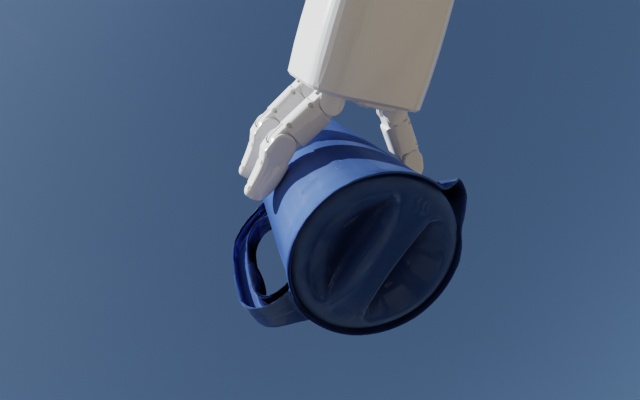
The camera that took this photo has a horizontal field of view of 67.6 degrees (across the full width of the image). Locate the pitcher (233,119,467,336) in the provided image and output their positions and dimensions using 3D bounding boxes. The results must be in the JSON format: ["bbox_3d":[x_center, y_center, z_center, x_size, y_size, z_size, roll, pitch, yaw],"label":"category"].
[{"bbox_3d":[0.000,0.001,0.433,0.149,0.145,0.242,7,21,-21],"label":"pitcher"}]
